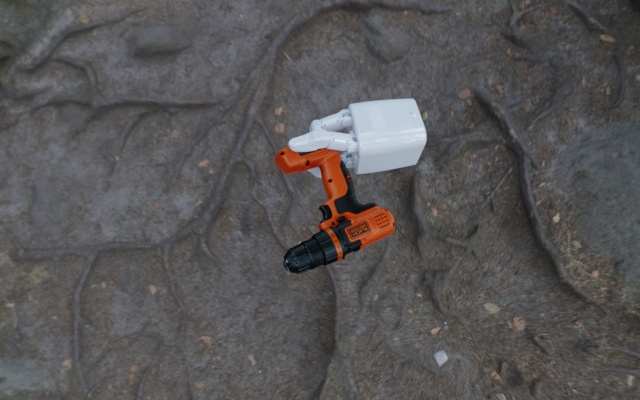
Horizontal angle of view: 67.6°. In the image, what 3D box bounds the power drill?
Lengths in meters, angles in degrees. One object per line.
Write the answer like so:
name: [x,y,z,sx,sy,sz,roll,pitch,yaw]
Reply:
power drill: [0.000,0.002,0.733,0.184,0.187,0.057,-22,-11,-20]
